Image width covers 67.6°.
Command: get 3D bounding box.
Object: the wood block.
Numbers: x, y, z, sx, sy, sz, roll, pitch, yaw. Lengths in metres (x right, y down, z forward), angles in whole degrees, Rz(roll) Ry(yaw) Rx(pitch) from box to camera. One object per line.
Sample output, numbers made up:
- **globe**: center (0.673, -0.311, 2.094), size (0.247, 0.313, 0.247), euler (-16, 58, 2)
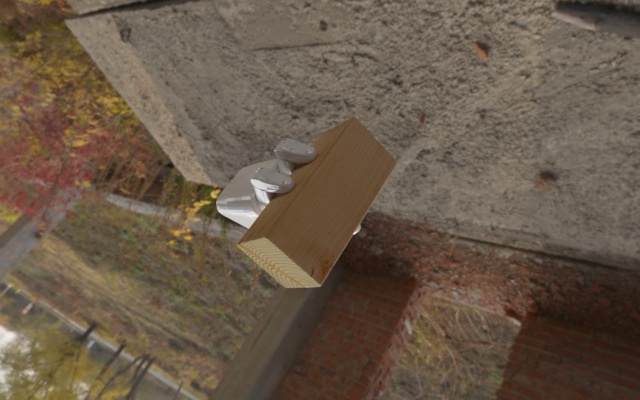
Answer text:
- **wood block**: center (0.000, 0.002, 0.614), size (0.091, 0.206, 0.090), euler (44, -30, -17)
